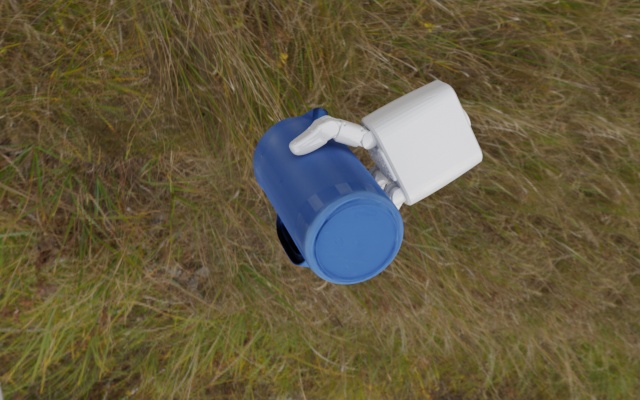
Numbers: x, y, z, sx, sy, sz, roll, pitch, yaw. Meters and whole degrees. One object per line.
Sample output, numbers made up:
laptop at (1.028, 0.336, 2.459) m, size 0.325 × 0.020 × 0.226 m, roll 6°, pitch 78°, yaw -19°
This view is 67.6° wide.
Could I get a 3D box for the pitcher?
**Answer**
pitcher at (0.000, 0.002, 0.582) m, size 0.145 × 0.149 × 0.242 m, roll -29°, pitch 30°, yaw -3°
